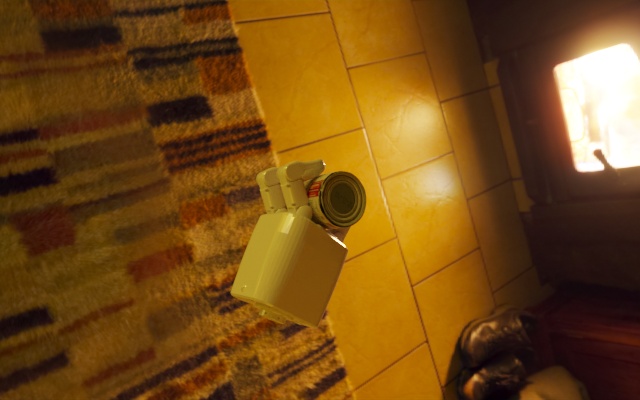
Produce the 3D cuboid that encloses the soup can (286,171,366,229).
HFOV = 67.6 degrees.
[{"bbox_3d":[0.001,0.002,0.592,0.068,0.068,0.102,0,-4,-33],"label":"soup can"}]
